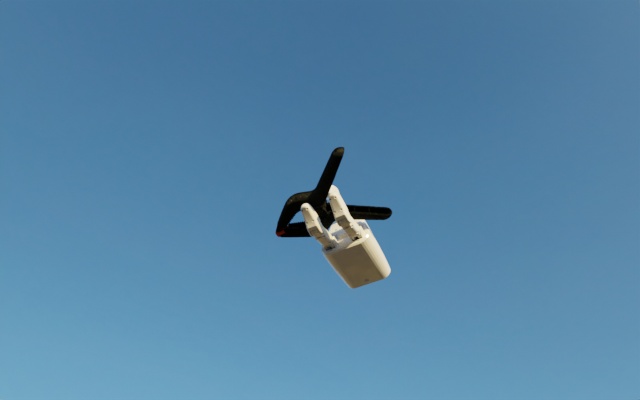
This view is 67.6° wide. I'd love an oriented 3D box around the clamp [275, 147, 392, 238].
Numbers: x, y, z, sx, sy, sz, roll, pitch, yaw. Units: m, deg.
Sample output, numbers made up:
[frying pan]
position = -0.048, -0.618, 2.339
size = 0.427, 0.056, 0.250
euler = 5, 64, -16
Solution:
[clamp]
position = 0.000, 0.003, 0.849
size = 0.210, 0.165, 0.036
euler = -22, 29, 19
